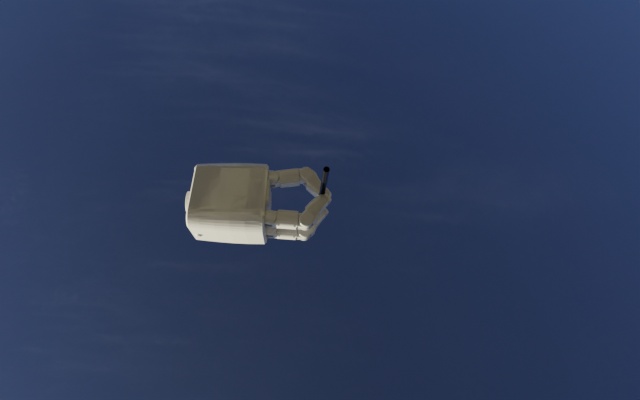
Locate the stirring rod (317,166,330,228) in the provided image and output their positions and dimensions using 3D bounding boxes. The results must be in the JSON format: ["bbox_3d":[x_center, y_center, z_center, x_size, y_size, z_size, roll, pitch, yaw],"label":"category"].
[{"bbox_3d":[0.000,0.002,0.707,0.011,0.011,0.240,0,-20,-4],"label":"stirring rod"}]
